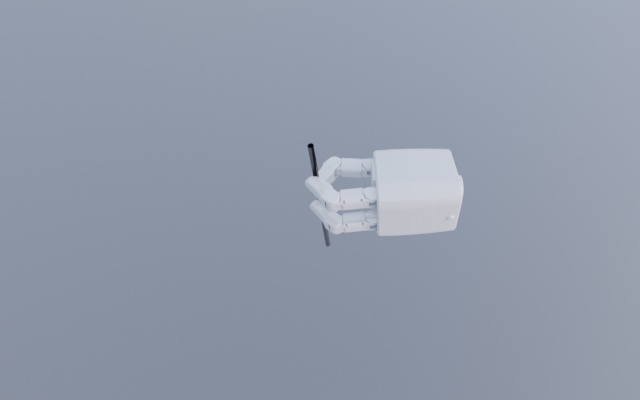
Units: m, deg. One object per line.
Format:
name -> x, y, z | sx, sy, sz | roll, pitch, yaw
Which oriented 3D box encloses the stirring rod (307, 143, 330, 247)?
stirring rod -> 0.000, 0.002, 0.683 | 0.011, 0.011, 0.240 | 0, -35, 7
